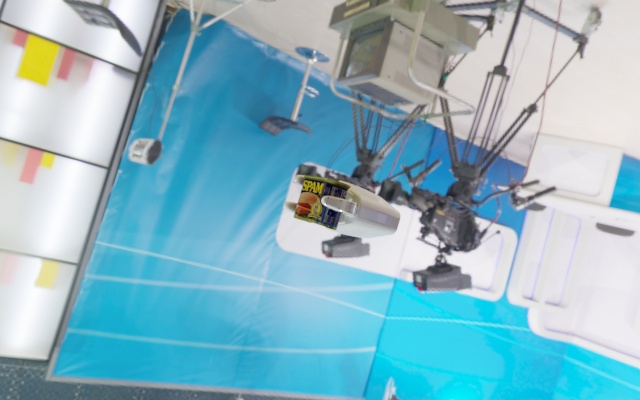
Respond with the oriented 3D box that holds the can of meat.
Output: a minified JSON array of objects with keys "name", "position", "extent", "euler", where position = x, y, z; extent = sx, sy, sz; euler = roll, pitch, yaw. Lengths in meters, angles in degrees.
[{"name":"can of meat","position":[0.000,0.003,0.871],"extent":[0.057,0.084,0.102],"euler":[17,-2,-33]}]
